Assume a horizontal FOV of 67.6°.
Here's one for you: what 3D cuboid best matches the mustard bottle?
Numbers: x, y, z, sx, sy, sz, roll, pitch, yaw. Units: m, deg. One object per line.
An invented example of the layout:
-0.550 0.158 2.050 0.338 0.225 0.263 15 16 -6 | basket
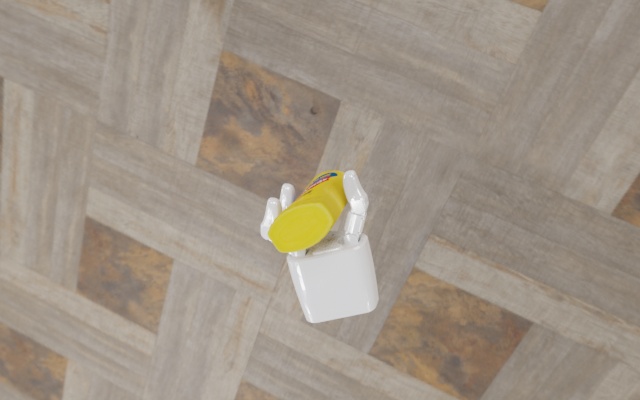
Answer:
0.000 0.002 0.680 0.096 0.058 0.191 -33 8 26 | mustard bottle
